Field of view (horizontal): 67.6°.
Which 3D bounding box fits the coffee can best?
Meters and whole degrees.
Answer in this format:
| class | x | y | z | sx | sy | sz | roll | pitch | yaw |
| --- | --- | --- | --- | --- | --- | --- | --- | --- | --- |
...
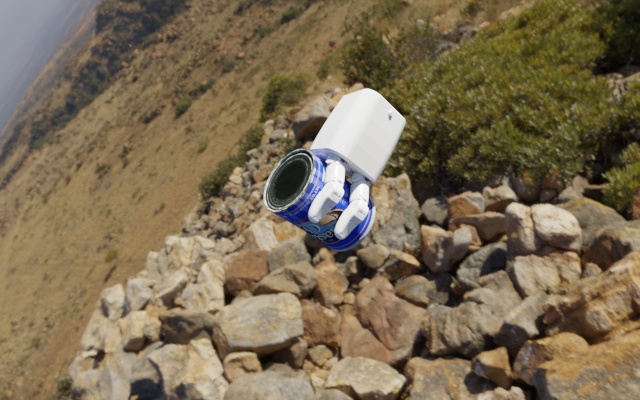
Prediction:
| class | x | y | z | sx | sy | sz | roll | pitch | yaw |
| --- | --- | --- | --- | --- | --- | --- | --- | --- | --- |
| coffee can | 0.000 | 0.003 | 0.717 | 0.140 | 0.102 | 0.103 | 34 | -22 | -36 |
